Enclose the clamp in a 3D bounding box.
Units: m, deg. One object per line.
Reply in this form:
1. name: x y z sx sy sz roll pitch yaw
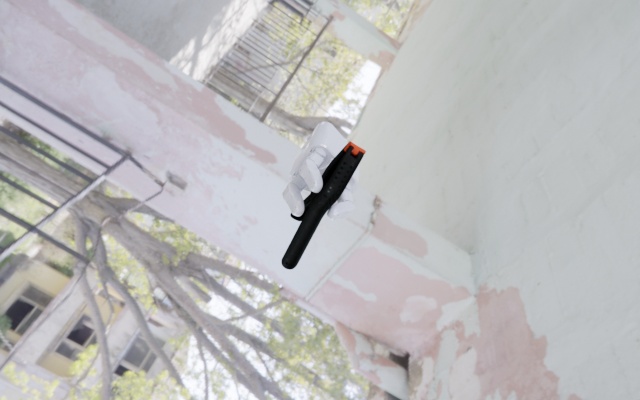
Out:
1. clamp: 0.001 0.002 0.749 0.036 0.210 0.164 29 32 -13
